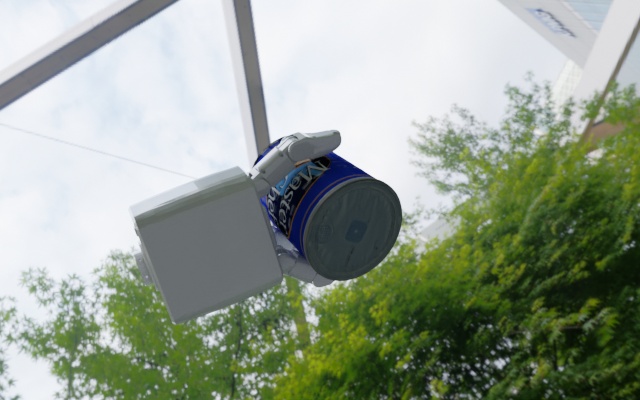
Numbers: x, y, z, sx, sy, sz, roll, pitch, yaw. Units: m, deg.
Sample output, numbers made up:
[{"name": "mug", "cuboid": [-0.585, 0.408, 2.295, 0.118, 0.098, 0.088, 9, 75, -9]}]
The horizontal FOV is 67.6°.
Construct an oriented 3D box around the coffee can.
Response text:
[{"name": "coffee can", "cuboid": [0.000, 0.002, 0.485, 0.103, 0.103, 0.140, 0, 23, -31]}]
